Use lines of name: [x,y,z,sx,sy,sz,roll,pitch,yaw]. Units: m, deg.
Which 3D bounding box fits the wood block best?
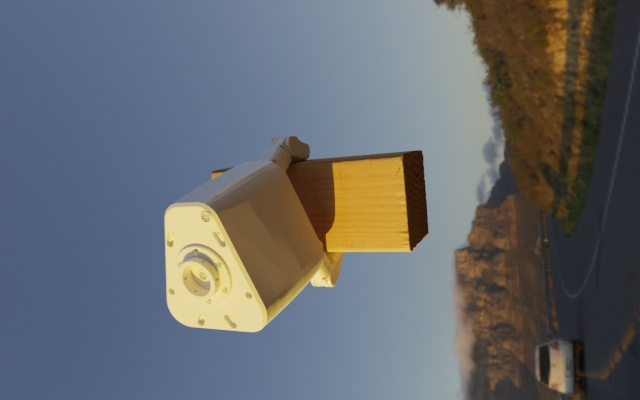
wood block: [0.000,0.001,0.503,0.206,0.091,0.090,-2,7,24]
